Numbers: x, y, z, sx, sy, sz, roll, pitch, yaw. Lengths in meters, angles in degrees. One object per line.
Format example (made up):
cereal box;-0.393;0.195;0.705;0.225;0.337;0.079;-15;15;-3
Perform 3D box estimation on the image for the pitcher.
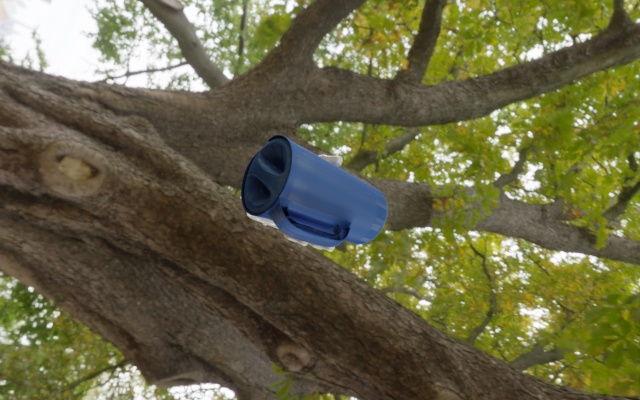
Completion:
pitcher;0.000;0.003;0.803;0.243;0.149;0.145;22;-9;-36
